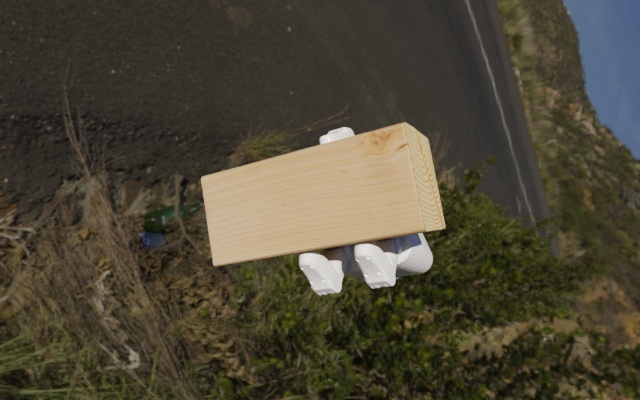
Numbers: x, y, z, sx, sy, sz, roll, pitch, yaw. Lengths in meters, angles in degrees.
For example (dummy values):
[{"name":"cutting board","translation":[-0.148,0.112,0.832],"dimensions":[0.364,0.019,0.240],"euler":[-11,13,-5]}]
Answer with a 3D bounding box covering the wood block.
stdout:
[{"name":"wood block","translation":[0.000,0.001,0.455],"dimensions":[0.206,0.091,0.090],"euler":[-12,-7,24]}]
